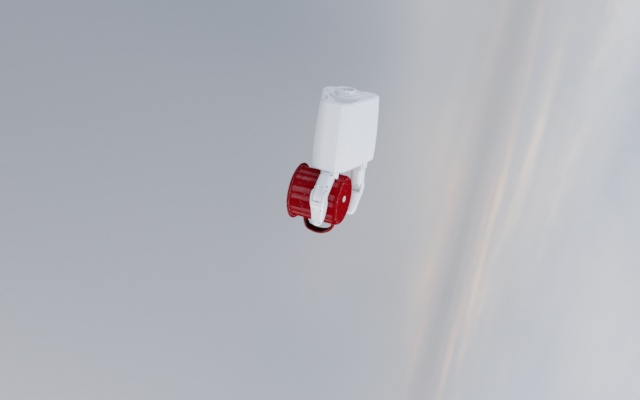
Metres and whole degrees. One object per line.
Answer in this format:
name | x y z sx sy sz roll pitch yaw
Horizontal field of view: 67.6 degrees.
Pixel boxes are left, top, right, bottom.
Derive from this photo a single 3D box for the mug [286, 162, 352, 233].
mug | 0.000 0.004 0.779 0.081 0.117 0.093 14 28 17
